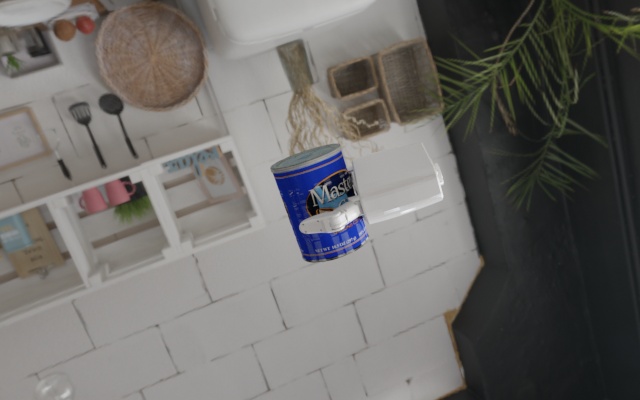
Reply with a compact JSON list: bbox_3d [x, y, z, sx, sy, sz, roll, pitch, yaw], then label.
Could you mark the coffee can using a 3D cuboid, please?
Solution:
[{"bbox_3d":[0.000,0.002,0.676,0.103,0.140,0.102,-17,14,4],"label":"coffee can"}]
